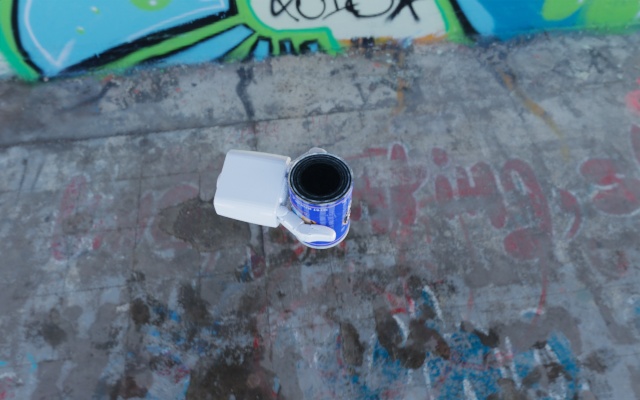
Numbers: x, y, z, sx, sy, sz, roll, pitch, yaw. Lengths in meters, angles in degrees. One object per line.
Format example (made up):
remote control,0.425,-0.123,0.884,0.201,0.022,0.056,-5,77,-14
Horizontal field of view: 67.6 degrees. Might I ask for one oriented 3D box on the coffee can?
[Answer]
coffee can,0.000,0.003,0.796,0.103,0.102,0.140,0,-34,0
